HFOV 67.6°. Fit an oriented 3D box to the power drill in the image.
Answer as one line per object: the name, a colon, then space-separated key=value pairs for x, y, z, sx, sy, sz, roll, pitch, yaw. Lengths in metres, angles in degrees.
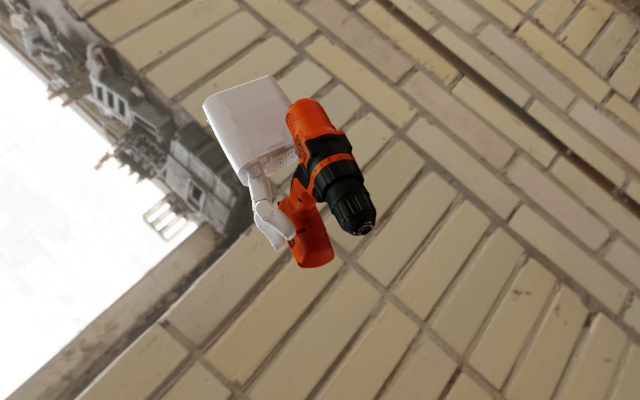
power drill: x=0.000 y=0.002 z=0.566 sx=0.057 sy=0.184 sz=0.188 roll=-10 pitch=-35 yaw=-21
